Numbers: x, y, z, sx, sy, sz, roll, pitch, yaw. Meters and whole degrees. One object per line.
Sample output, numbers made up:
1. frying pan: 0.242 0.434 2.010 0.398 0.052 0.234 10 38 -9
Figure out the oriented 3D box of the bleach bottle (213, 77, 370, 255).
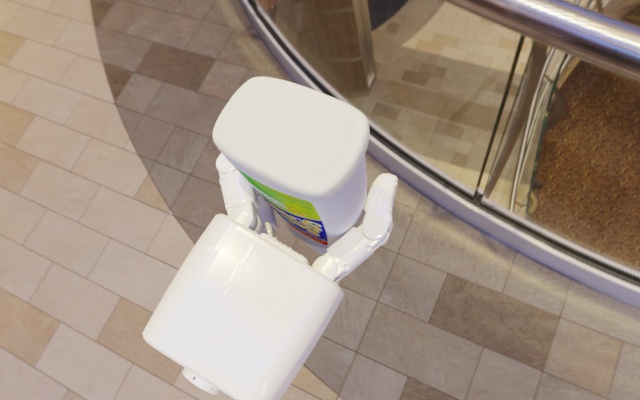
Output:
1. bleach bottle: 0.000 0.001 0.409 0.102 0.068 0.251 26 -15 20
